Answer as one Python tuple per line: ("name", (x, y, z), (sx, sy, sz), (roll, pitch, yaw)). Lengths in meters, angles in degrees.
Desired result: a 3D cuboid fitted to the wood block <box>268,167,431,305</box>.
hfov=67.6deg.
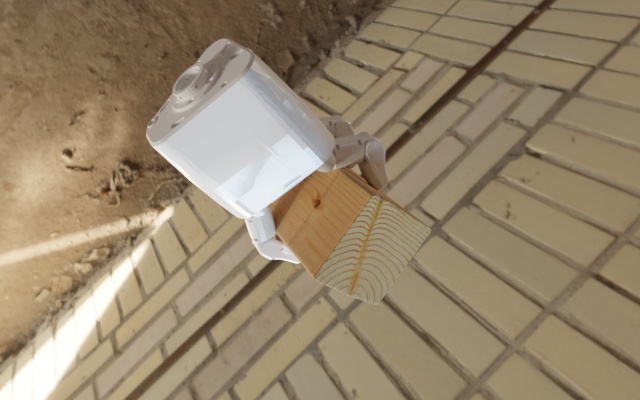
("wood block", (0.000, 0.002, 0.493), (0.090, 0.091, 0.206), (29, 9, -39))
